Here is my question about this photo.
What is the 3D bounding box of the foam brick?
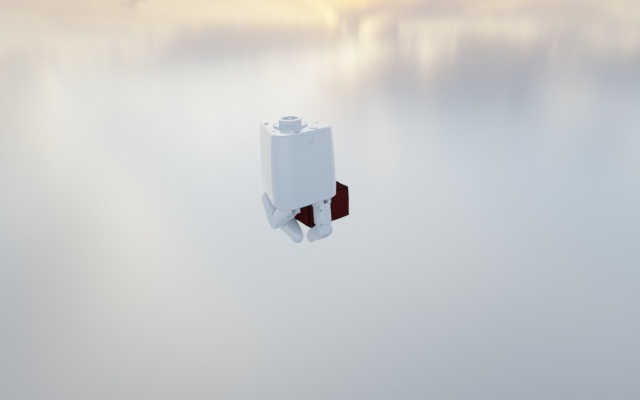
[{"bbox_3d":[0.000,0.002,0.750,0.078,0.051,0.053,-17,27,-31],"label":"foam brick"}]
